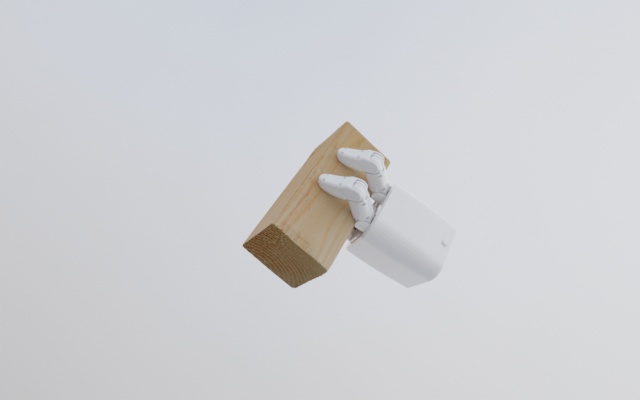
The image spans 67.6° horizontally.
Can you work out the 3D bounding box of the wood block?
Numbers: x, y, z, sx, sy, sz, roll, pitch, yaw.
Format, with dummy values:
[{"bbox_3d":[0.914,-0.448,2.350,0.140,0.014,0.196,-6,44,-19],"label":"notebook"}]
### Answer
[{"bbox_3d":[0.000,0.002,0.636,0.091,0.090,0.206,-36,15,50],"label":"wood block"}]
